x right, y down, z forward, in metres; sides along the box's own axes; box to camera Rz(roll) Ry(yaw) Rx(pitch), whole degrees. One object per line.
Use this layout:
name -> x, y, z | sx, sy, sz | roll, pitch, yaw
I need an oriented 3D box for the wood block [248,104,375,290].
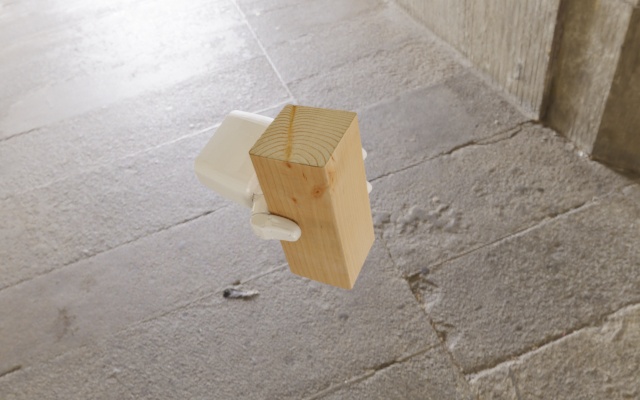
wood block -> 0.000, 0.002, 0.563 | 0.090, 0.090, 0.206 | 12, -40, 24
